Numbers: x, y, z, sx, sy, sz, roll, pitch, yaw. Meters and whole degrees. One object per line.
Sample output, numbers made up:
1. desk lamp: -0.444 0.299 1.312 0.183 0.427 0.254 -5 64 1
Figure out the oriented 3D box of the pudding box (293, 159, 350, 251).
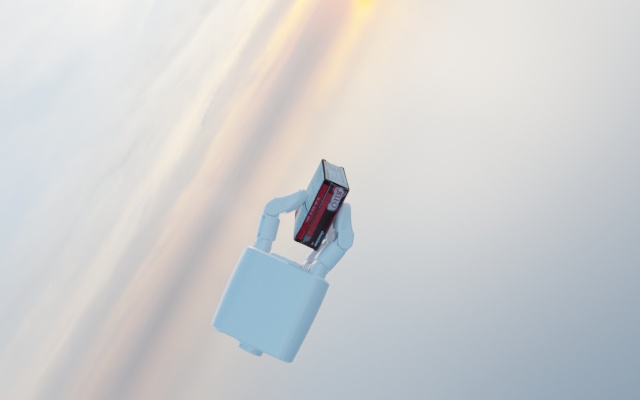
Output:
1. pudding box: 0.000 0.002 0.622 0.039 0.090 0.113 25 16 -11
